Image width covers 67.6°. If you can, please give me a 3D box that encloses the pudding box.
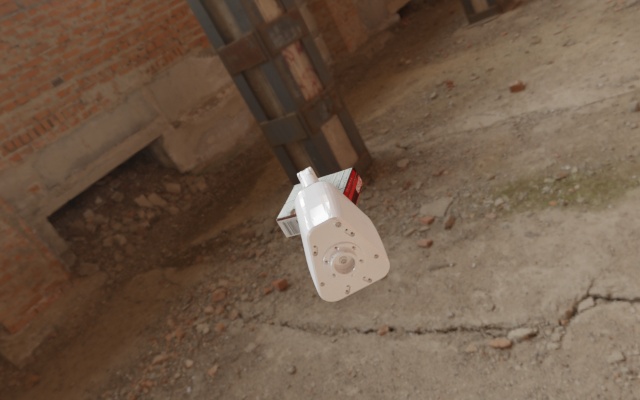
[{"bbox_3d":[0.000,0.002,0.700,0.113,0.039,0.090,-14,31,29],"label":"pudding box"}]
